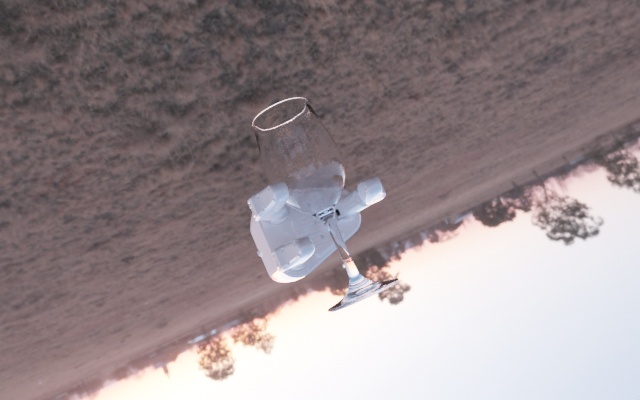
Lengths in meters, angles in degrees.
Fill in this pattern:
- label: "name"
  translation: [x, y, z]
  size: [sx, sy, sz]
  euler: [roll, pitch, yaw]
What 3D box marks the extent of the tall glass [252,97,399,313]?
- label: "tall glass"
  translation: [0.000, 0.002, 0.469]
  size: [0.079, 0.201, 0.079]
  euler: [-24, -8, -4]
